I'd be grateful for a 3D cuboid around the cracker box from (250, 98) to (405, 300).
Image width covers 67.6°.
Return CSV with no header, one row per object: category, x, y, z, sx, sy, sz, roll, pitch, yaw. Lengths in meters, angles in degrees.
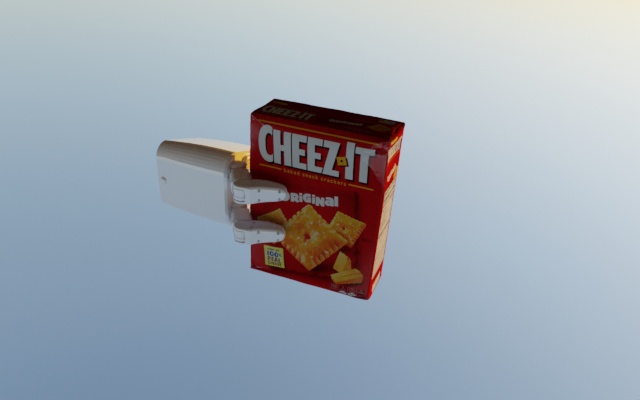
cracker box,0.000,0.002,0.573,0.164,0.214,0.072,14,30,16
